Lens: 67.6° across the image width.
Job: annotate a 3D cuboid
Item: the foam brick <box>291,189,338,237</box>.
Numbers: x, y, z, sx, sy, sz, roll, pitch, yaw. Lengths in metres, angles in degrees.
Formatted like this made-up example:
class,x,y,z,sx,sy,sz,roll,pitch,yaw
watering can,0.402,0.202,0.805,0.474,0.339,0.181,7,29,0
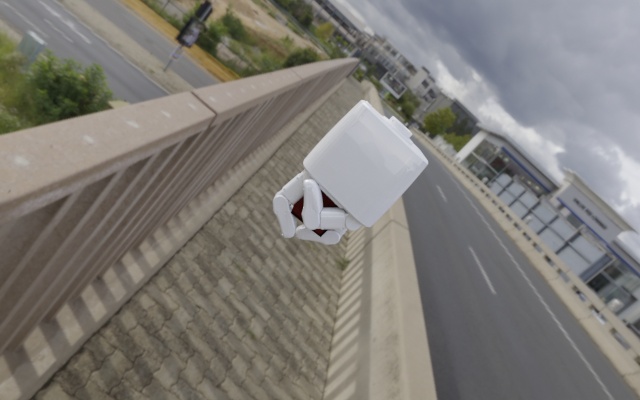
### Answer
class,x,y,z,sx,sy,sz,roll,pitch,yaw
foam brick,0.000,0.002,0.627,0.053,0.051,0.078,40,15,-10
